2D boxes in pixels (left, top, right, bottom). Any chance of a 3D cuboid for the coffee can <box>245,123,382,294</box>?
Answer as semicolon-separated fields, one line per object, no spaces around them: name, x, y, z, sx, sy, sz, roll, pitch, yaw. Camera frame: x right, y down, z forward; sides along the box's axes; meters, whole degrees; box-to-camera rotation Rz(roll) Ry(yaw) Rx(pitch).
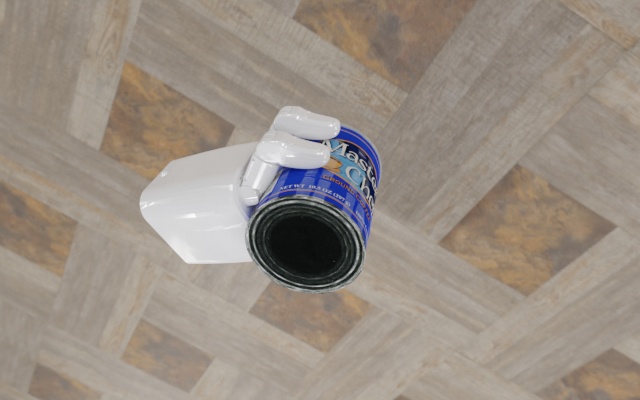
coffee can;0.000;0.001;0.449;0.103;0.103;0.140;0;33;13
